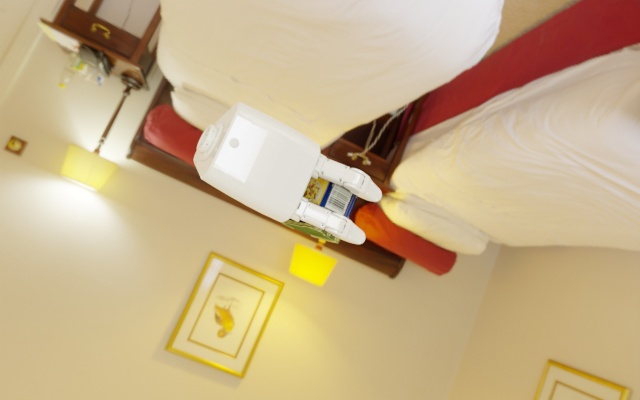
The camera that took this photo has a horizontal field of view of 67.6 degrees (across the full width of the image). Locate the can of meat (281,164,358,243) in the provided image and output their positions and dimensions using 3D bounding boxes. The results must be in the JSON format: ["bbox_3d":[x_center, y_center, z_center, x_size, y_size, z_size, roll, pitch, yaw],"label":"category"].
[{"bbox_3d":[0.000,0.002,0.602,0.057,0.084,0.102,29,-11,-29],"label":"can of meat"}]
